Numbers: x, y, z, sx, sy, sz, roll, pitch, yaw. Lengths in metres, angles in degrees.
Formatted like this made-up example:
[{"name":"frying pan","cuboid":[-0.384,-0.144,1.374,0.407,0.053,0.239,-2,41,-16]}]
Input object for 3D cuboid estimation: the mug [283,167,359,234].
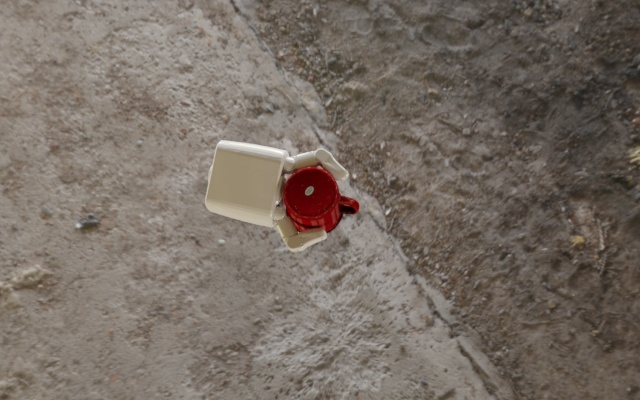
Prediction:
[{"name":"mug","cuboid":[0.001,0.003,0.715,0.117,0.093,0.081,11,-16,7]}]
